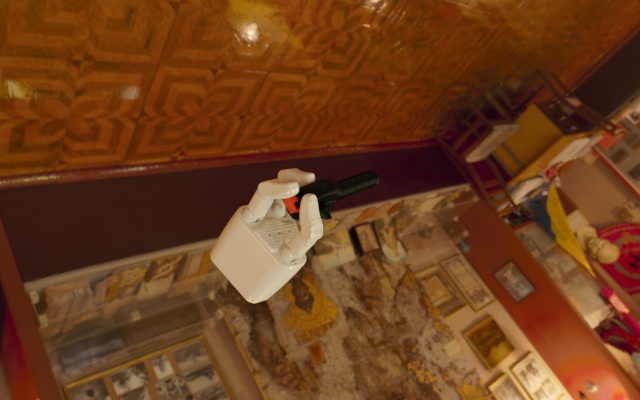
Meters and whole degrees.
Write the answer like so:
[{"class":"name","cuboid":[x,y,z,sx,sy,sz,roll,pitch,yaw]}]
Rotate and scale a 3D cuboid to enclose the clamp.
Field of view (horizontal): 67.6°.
[{"class":"clamp","cuboid":[0.000,0.003,0.697,0.171,0.039,0.120,-9,-31,-46]}]
